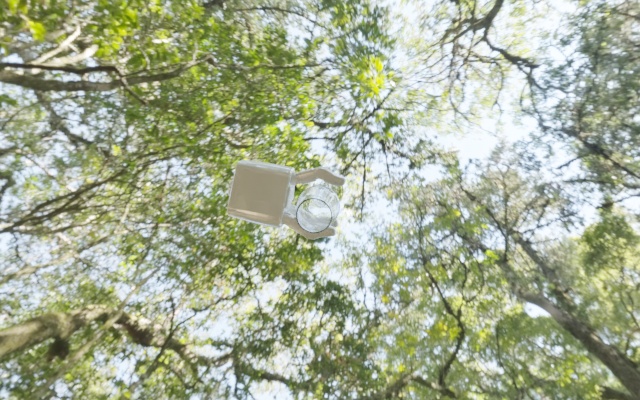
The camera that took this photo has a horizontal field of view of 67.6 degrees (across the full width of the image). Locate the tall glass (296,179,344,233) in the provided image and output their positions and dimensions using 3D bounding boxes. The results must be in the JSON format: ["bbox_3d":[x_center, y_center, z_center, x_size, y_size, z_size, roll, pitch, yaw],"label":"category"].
[{"bbox_3d":[0.000,0.003,0.897,0.079,0.079,0.201,0,13,6],"label":"tall glass"}]
